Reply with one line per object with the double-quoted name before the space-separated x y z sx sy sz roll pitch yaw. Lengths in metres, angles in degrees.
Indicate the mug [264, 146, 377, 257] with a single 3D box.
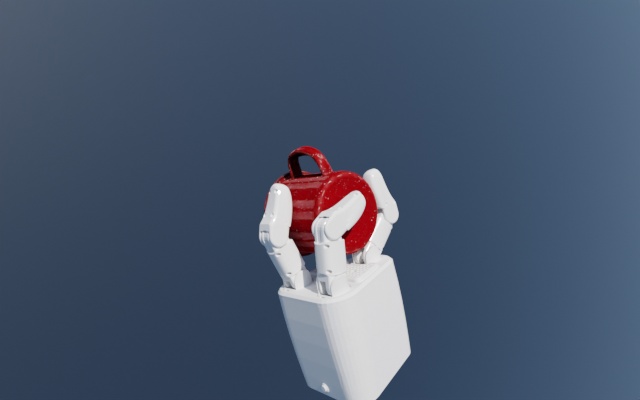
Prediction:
"mug" 0.000 0.000 0.484 0.093 0.117 0.081 -23 13 -37
